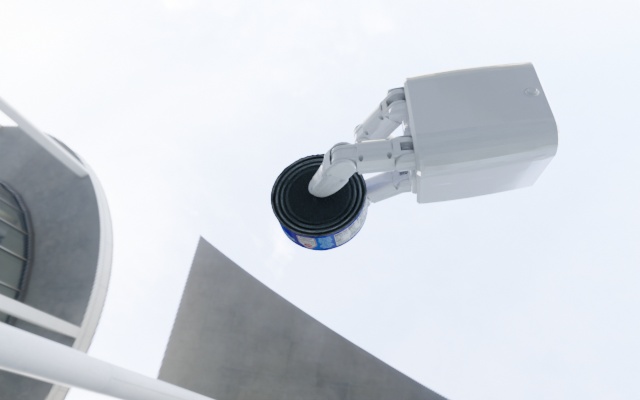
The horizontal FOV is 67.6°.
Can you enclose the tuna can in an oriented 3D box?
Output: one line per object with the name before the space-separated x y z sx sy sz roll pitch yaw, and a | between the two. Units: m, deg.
tuna can | 0.000 0.002 0.434 0.086 0.086 0.034 0 -31 10
